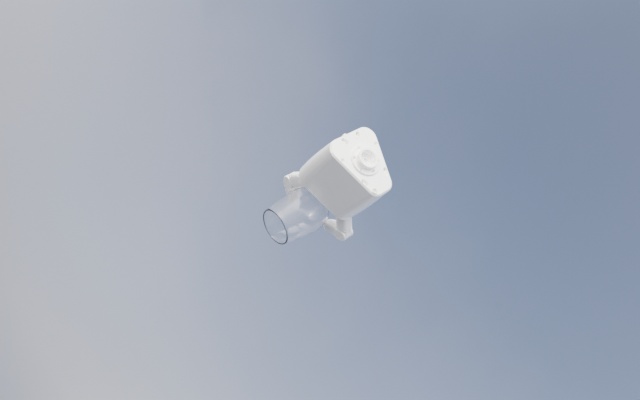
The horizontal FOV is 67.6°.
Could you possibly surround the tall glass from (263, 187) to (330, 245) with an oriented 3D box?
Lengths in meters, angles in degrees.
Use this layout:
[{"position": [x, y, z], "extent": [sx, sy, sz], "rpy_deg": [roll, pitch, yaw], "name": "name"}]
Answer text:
[{"position": [0.001, 0.002, 0.811], "extent": [0.201, 0.079, 0.079], "rpy_deg": [-29, 17, -33], "name": "tall glass"}]
